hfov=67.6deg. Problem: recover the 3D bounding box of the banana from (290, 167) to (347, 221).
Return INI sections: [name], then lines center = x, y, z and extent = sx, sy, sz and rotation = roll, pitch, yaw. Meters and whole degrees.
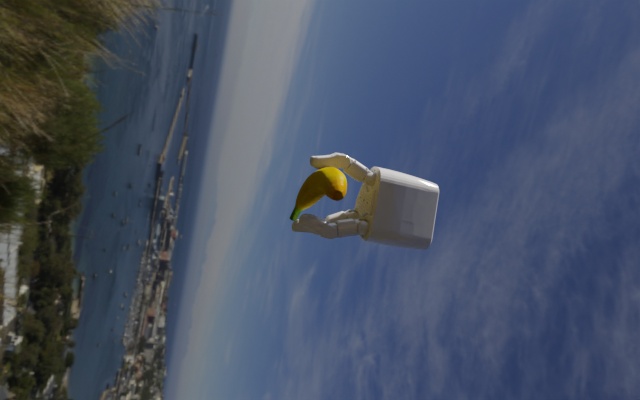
[banana]
center = 0.002, -0.015, 0.690
extent = 0.037, 0.069, 0.198
rotation = 14, -16, -16
